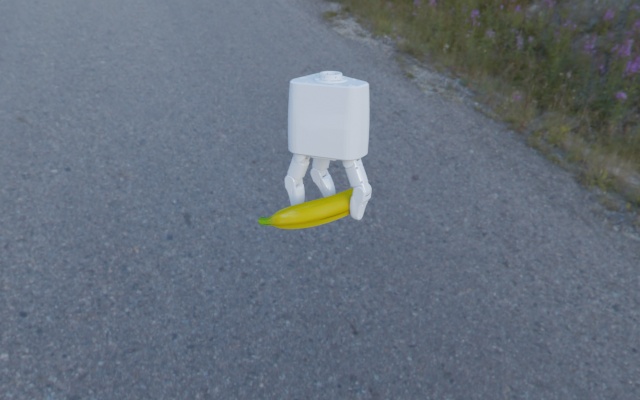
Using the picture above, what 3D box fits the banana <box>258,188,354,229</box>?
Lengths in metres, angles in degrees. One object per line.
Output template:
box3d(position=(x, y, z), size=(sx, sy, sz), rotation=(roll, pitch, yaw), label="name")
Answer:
box3d(position=(0.006, 0.009, 0.739), size=(0.198, 0.037, 0.069), rotation=(-14, 25, -26), label="banana")
